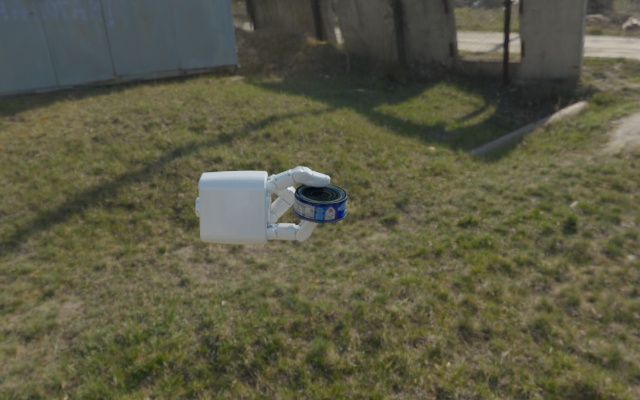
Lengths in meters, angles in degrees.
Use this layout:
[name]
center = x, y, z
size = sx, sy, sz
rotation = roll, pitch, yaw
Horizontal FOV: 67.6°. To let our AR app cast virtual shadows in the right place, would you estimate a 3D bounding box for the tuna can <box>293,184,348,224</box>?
[tuna can]
center = 0.000, 0.002, 0.756
size = 0.086, 0.034, 0.086
rotation = 4, 24, -2
